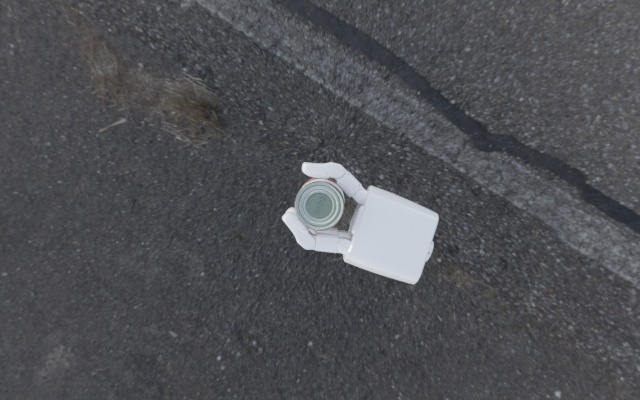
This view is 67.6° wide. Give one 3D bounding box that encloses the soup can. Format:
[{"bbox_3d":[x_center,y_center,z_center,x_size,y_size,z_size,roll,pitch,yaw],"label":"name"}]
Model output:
[{"bbox_3d":[0.000,0.002,0.676,0.068,0.068,0.102,0,7,1],"label":"soup can"}]
